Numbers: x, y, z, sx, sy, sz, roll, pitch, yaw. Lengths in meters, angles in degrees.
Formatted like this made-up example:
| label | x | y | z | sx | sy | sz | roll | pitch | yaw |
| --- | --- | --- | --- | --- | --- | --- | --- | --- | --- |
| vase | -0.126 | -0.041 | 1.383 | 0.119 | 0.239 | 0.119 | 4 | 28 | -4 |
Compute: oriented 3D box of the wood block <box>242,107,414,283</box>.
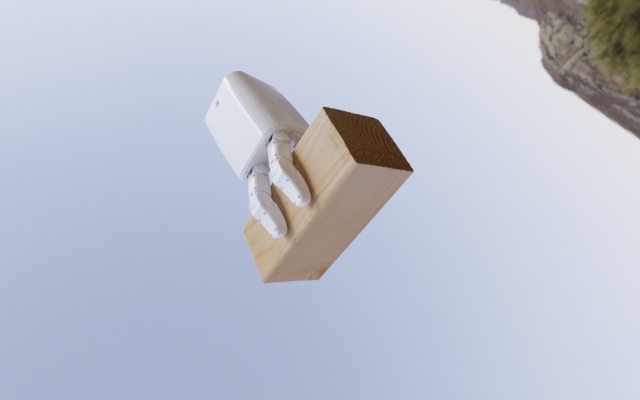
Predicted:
| label | x | y | z | sx | sy | sz | roll | pitch | yaw |
| --- | --- | --- | --- | --- | --- | --- | --- | --- | --- |
| wood block | 0.000 | 0.002 | 0.567 | 0.091 | 0.090 | 0.206 | 3 | -43 | -39 |
